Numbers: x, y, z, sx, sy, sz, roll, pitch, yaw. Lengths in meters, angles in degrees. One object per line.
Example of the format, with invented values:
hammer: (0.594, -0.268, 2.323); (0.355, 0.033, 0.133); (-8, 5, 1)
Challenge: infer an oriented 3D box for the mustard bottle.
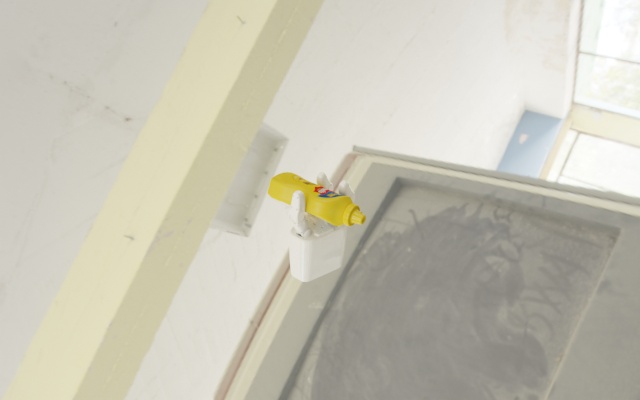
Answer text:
mustard bottle: (0.000, 0.003, 0.894); (0.191, 0.058, 0.096); (24, 13, 30)
